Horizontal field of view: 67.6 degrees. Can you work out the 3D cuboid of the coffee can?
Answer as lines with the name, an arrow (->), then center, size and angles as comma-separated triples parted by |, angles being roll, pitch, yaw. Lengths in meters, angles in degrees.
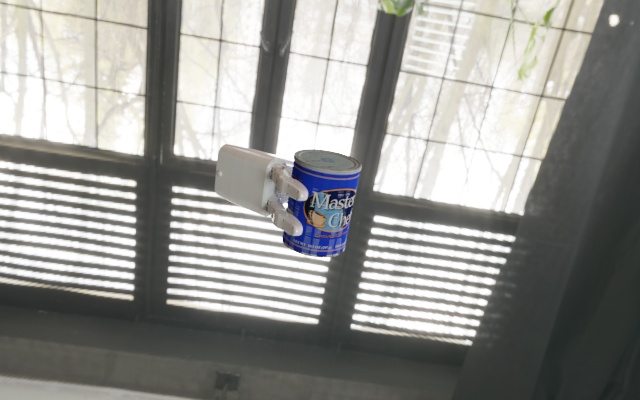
coffee can -> 0.000, 0.002, 0.735 | 0.103, 0.140, 0.102 | 9, 21, -3
